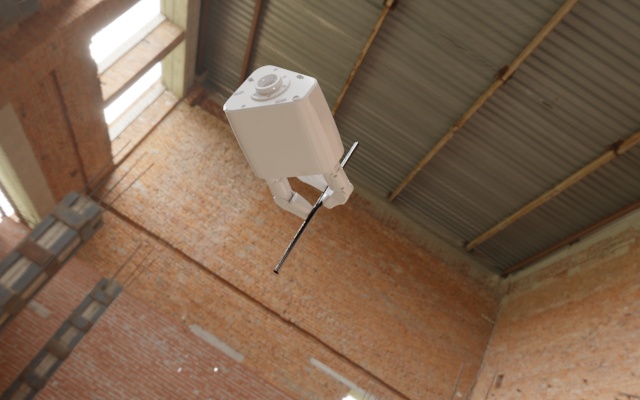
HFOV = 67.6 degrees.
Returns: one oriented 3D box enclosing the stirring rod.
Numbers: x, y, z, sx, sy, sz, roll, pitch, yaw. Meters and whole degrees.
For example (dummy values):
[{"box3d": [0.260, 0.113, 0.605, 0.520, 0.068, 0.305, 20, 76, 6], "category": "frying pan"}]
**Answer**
[{"box3d": [0.000, 0.002, 0.653, 0.011, 0.239, 0.011, 23, -33, 16], "category": "stirring rod"}]
